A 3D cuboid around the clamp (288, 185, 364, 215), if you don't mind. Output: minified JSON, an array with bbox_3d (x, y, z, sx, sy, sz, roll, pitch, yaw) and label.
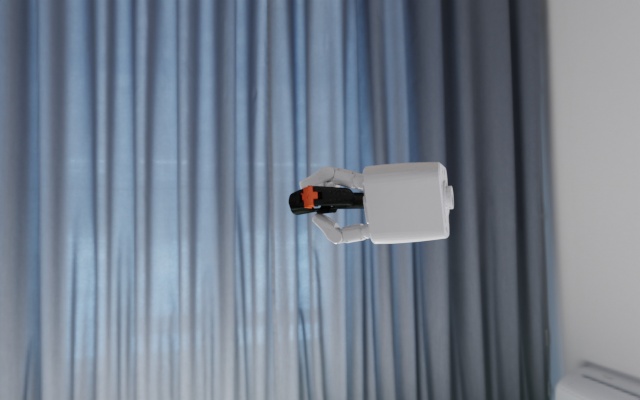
[{"bbox_3d":[0.000,0.003,0.718,0.164,0.036,0.210,-7,-5,20],"label":"clamp"}]
